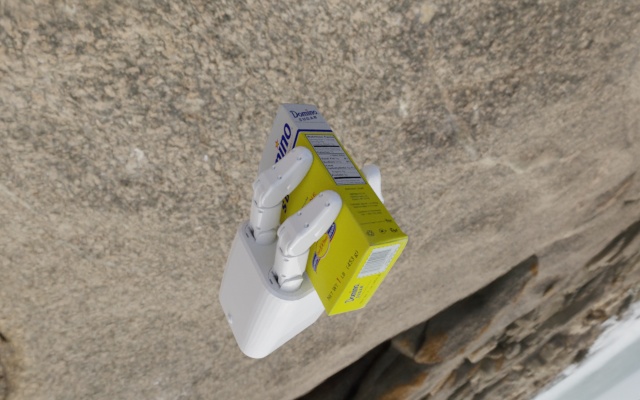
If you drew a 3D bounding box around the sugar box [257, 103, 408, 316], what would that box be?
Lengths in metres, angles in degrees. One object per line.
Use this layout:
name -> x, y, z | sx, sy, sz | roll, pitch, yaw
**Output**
sugar box -> 0.000, 0.002, 0.427 | 0.048, 0.093, 0.176 | -6, 47, -35
